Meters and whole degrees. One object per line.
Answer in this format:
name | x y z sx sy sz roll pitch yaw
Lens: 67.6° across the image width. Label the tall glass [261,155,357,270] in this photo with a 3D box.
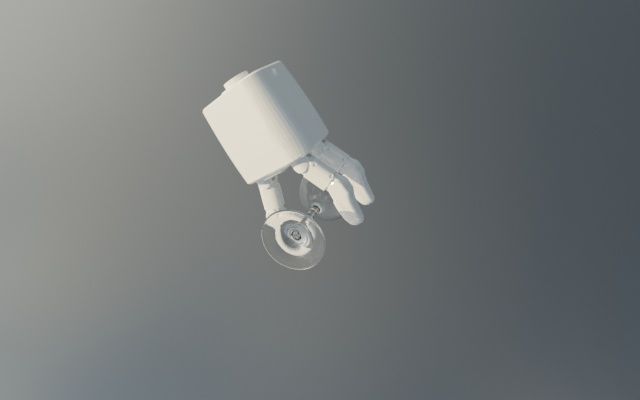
tall glass | 0.000 0.002 0.601 0.079 0.079 0.201 0 24 20
